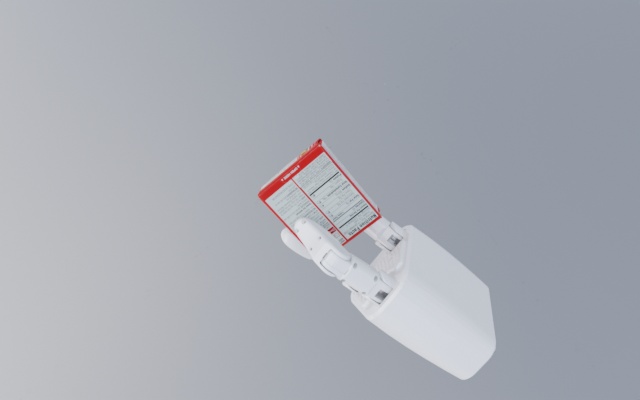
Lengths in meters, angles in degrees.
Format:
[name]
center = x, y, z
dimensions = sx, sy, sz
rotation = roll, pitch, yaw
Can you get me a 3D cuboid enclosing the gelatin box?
[gelatin box]
center = 0.000, 0.001, 0.432
dimensions = 0.073, 0.089, 0.030
rotation = -39, 14, 13
